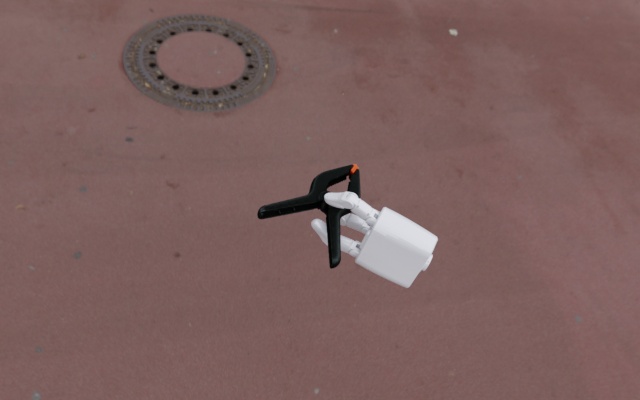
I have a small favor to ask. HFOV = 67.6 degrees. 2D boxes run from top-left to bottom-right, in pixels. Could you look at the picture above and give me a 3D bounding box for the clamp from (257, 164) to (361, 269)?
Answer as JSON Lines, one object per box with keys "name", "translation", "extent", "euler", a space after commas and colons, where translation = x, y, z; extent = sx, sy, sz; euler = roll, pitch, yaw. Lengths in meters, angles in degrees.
{"name": "clamp", "translation": [0.001, 0.002, 0.849], "extent": [0.164, 0.210, 0.036], "euler": [29, -35, 6]}
